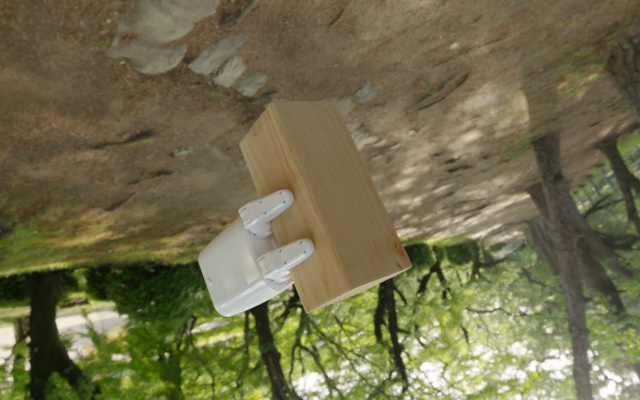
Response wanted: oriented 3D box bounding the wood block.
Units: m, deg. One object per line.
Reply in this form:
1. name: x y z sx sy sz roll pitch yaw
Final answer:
1. wood block: 0.000 0.002 0.520 0.091 0.206 0.090 -12 -19 -39
